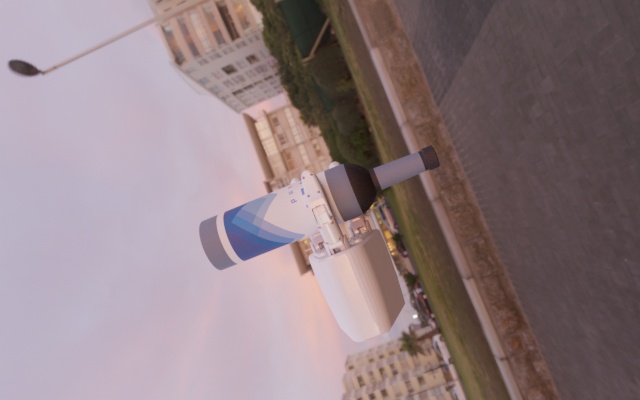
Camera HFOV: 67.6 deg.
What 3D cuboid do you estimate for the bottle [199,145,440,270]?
[{"bbox_3d":[0.000,0.002,0.580,0.296,0.069,0.069,-22,-3,7],"label":"bottle"}]
